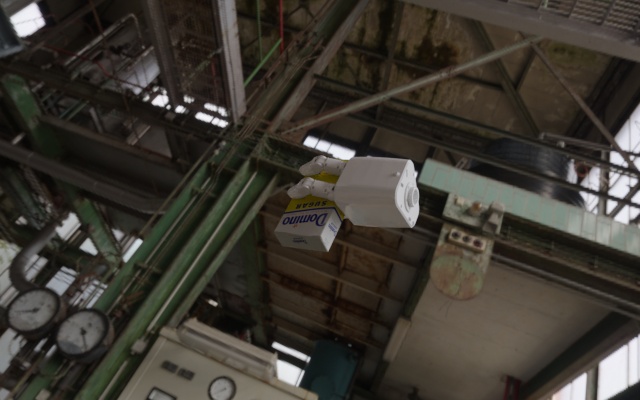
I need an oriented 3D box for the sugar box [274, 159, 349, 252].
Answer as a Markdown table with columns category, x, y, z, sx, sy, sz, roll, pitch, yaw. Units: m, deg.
| category | x | y | z | sx | sy | sz | roll | pitch | yaw |
| --- | --- | --- | --- | --- | --- | --- | --- | --- | --- |
| sugar box | 0.000 | 0.002 | 0.818 | 0.093 | 0.176 | 0.048 | 3 | -43 | 30 |
